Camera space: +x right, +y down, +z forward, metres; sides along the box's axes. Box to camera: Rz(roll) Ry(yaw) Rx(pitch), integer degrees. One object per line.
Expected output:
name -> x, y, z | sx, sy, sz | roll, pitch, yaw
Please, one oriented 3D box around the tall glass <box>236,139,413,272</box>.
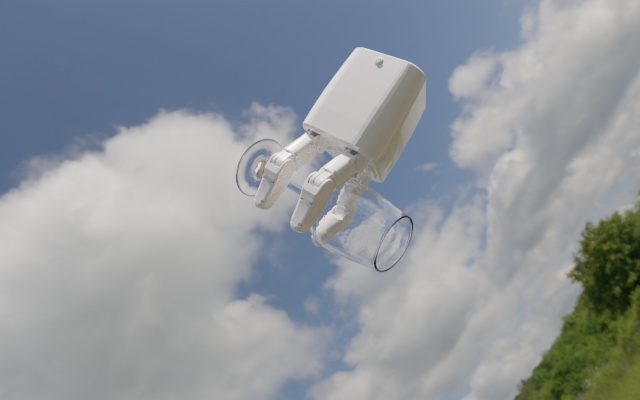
tall glass -> 0.000, 0.002, 0.516 | 0.201, 0.079, 0.079 | 30, 18, 34
